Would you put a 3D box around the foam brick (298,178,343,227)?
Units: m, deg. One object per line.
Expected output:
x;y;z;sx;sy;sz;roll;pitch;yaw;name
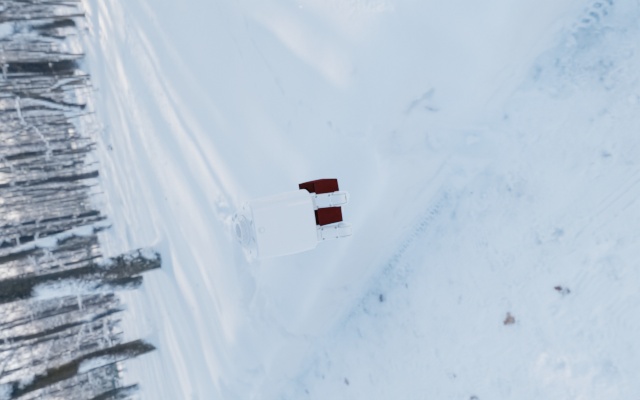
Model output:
0.000;0.002;0.825;0.051;0.078;0.053;-10;5;-29;foam brick
